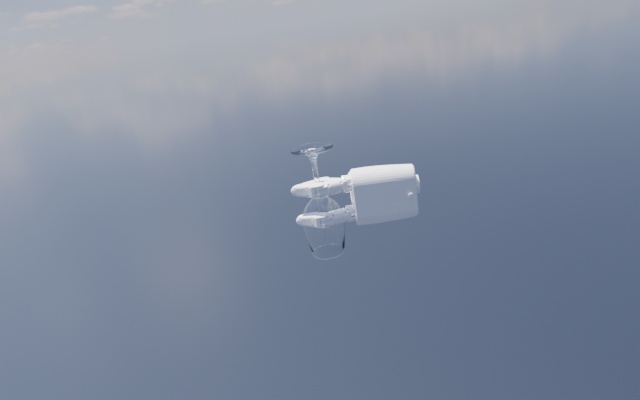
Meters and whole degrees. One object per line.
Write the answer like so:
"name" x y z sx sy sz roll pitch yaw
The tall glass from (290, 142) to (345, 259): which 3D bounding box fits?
"tall glass" 0.000 0.002 0.851 0.079 0.201 0.079 -8 21 3
